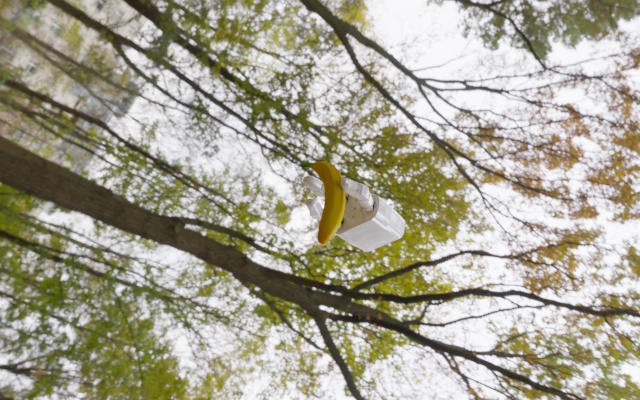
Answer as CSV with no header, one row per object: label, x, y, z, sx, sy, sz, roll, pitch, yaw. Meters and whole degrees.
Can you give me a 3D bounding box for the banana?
banana,0.014,-0.009,0.880,0.069,0.197,0.037,-31,-45,22
